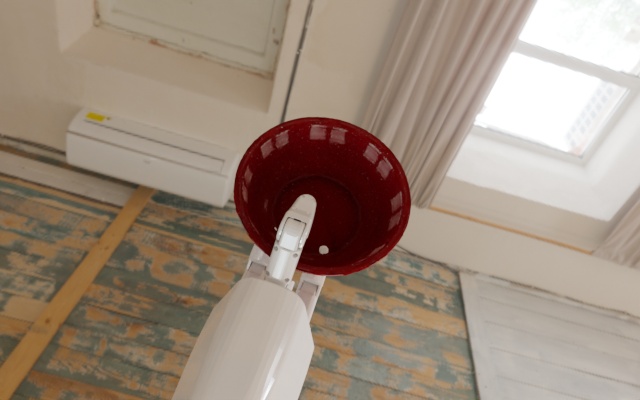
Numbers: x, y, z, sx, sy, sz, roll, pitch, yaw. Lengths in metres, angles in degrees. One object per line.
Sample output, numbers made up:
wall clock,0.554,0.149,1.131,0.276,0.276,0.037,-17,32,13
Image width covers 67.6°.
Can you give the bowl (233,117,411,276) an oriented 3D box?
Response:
bowl,0.001,0.001,0.454,0.162,0.162,0.055,0,-26,-9
